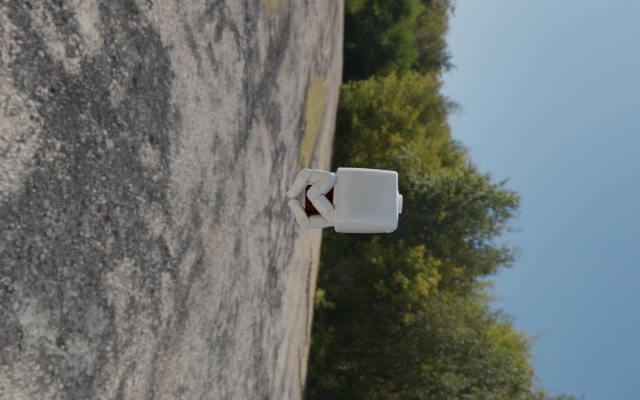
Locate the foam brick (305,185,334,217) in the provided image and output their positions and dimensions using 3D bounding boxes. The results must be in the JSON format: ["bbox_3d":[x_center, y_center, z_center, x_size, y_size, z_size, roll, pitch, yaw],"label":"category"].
[{"bbox_3d":[0.000,0.003,0.885,0.051,0.053,0.078,1,-8,3],"label":"foam brick"}]
